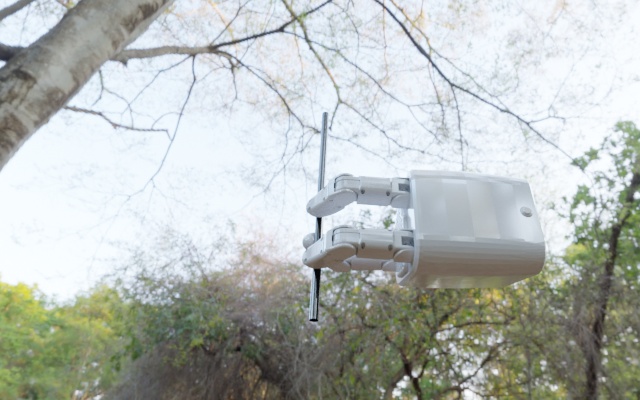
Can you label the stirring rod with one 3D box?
[{"bbox_3d":[0.000,0.002,0.466,0.011,0.239,0.011,2,-35,2],"label":"stirring rod"}]
